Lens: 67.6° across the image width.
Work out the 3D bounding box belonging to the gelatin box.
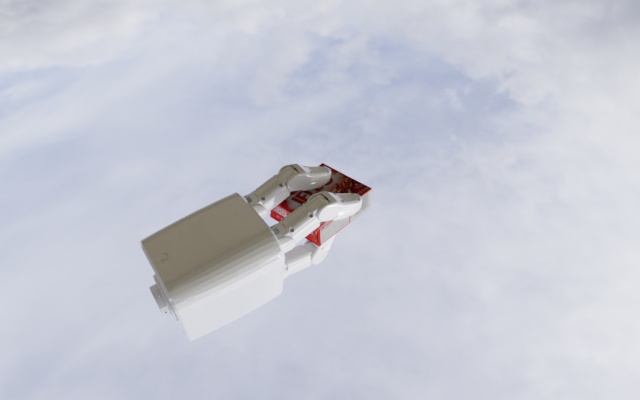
[{"bbox_3d":[0.000,0.002,0.515,0.073,0.030,0.089,30,49,33],"label":"gelatin box"}]
